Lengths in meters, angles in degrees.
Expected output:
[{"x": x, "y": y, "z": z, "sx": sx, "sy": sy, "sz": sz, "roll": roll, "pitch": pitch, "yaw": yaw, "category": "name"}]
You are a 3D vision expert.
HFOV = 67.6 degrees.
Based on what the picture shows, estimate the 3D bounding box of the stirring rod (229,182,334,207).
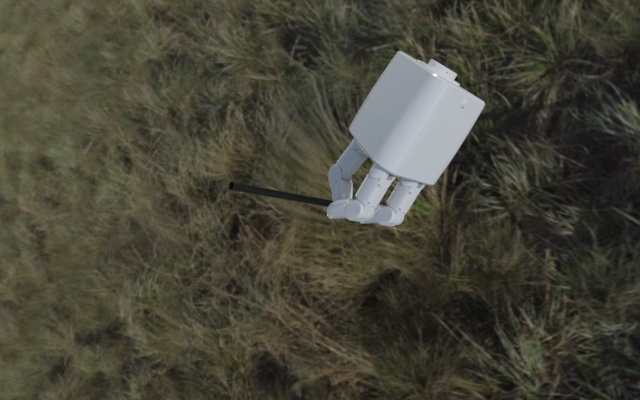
[{"x": 0.000, "y": 0.002, "z": 0.543, "sx": 0.239, "sy": 0.011, "sz": 0.011, "roll": 10, "pitch": -7, "yaw": -43, "category": "stirring rod"}]
